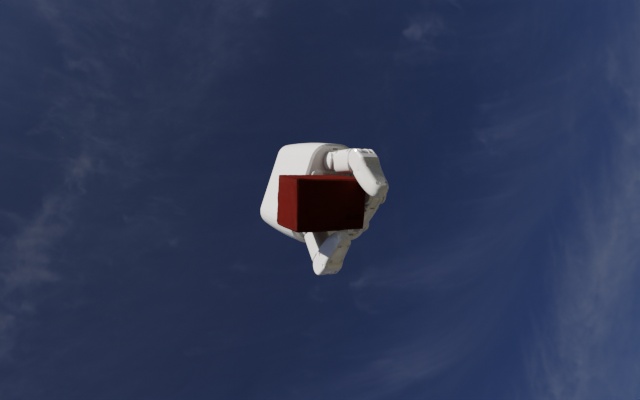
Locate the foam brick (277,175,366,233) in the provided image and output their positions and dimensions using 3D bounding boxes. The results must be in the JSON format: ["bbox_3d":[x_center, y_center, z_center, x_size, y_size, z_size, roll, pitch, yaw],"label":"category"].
[{"bbox_3d":[0.000,0.002,0.484,0.078,0.053,0.051,-1,8,-29],"label":"foam brick"}]
